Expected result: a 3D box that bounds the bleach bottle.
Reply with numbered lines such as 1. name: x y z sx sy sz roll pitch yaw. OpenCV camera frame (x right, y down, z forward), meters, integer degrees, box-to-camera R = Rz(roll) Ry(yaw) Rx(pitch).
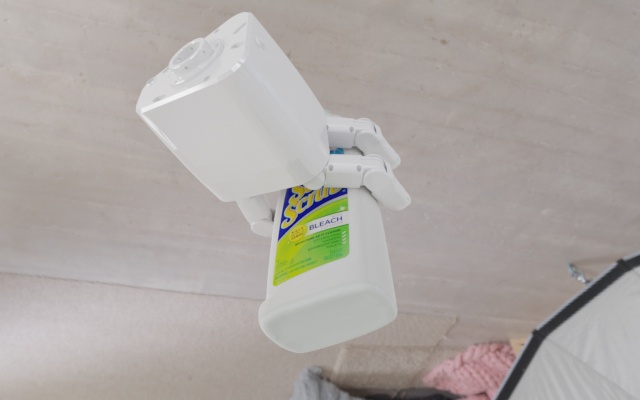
1. bleach bottle: 0.000 0.001 0.433 0.102 0.250 0.068 -23 -49 16
